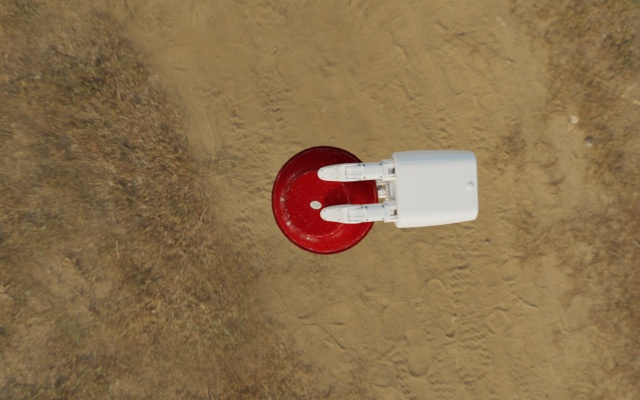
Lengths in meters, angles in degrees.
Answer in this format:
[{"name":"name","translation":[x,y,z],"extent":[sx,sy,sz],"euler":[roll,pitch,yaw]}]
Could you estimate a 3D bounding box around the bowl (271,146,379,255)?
[{"name":"bowl","translation":[-0.001,0.003,0.678],"extent":[0.162,0.162,0.055],"euler":[0,5,11]}]
